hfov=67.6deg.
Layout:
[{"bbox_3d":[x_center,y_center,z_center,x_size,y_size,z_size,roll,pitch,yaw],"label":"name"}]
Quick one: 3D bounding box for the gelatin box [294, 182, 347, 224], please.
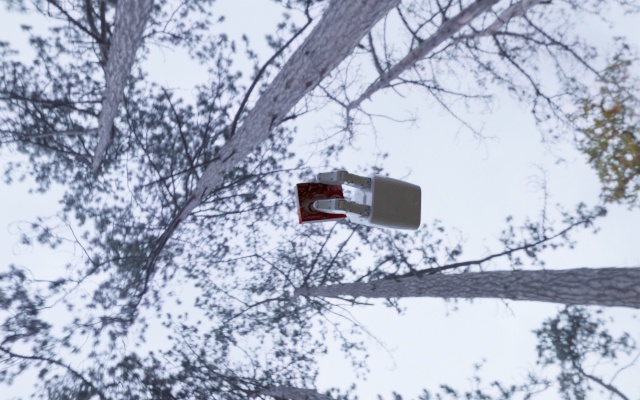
[{"bbox_3d":[0.000,0.003,0.880,0.089,0.073,0.030,-4,-13,-16],"label":"gelatin box"}]
